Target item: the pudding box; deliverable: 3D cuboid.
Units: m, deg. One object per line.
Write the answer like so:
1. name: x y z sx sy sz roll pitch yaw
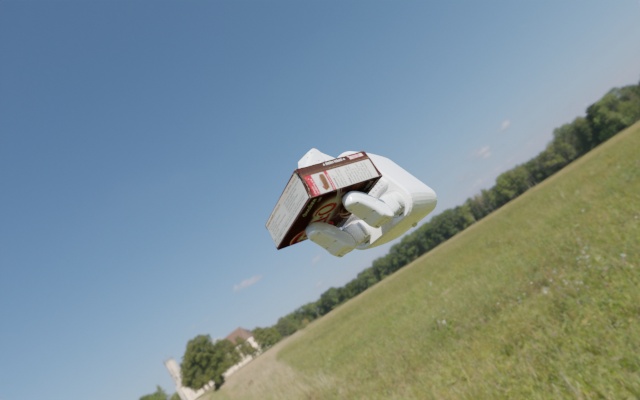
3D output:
1. pudding box: 0.000 0.001 0.502 0.090 0.039 0.114 -19 -24 -32
